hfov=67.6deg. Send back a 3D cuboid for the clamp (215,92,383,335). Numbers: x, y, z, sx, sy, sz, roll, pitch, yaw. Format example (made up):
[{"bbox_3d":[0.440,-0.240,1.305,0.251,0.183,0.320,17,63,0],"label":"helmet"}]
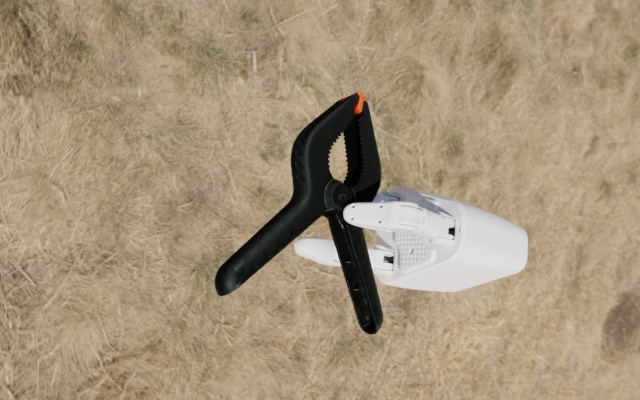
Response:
[{"bbox_3d":[0.001,0.001,0.404,0.164,0.210,0.036,16,-14,-36],"label":"clamp"}]
